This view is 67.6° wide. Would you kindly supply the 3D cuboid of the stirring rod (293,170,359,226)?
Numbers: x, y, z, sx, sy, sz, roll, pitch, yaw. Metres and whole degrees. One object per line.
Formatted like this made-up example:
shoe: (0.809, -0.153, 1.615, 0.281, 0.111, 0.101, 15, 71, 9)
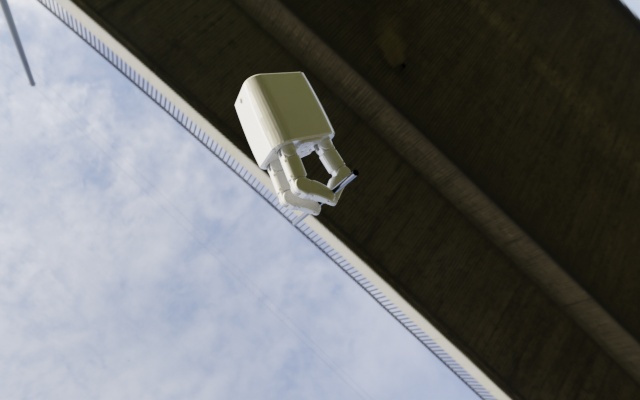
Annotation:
stirring rod: (0.000, 0.002, 0.685, 0.011, 0.011, 0.239, 0, -17, -22)
